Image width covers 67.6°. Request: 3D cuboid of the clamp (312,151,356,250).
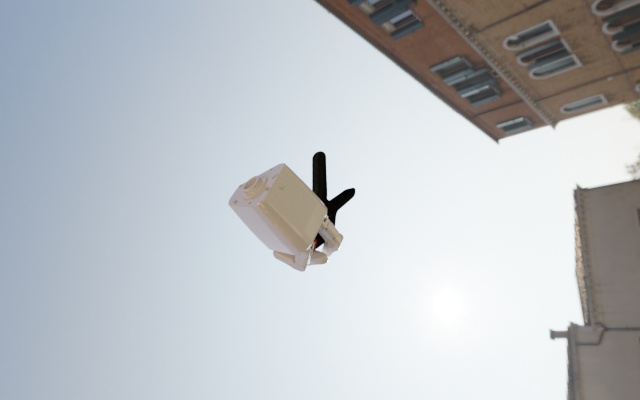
[{"bbox_3d":[0.000,0.003,0.816,0.039,0.171,0.120,-14,-53,41],"label":"clamp"}]
